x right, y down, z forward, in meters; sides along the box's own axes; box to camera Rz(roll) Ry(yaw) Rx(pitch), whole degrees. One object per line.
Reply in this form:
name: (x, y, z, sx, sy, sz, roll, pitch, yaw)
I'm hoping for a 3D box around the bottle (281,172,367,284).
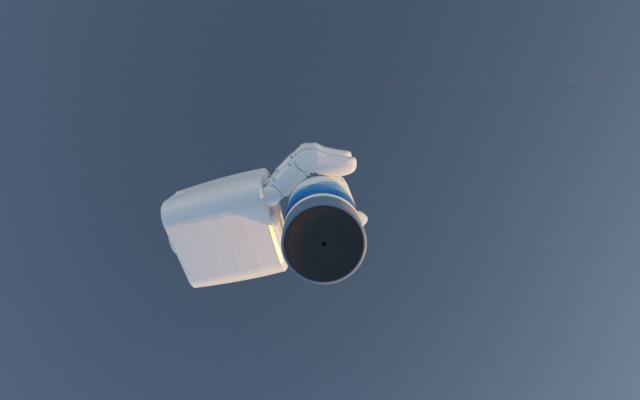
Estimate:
bottle: (0.000, 0.002, 0.510, 0.069, 0.069, 0.295, 0, 13, -1)
